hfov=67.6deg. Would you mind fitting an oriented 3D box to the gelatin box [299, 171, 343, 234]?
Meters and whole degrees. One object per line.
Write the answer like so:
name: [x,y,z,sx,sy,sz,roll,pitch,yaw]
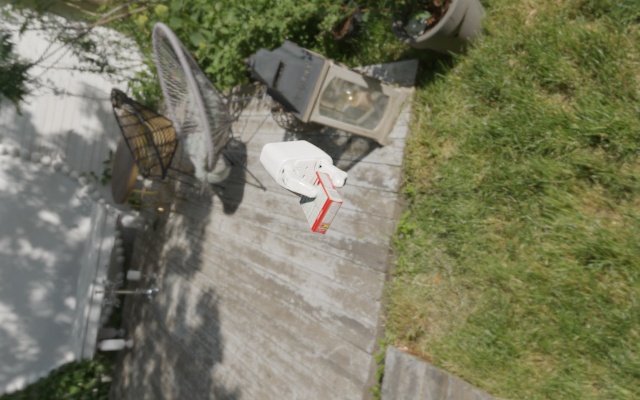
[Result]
gelatin box: [0.000,0.003,0.837,0.030,0.073,0.089,13,31,-28]
